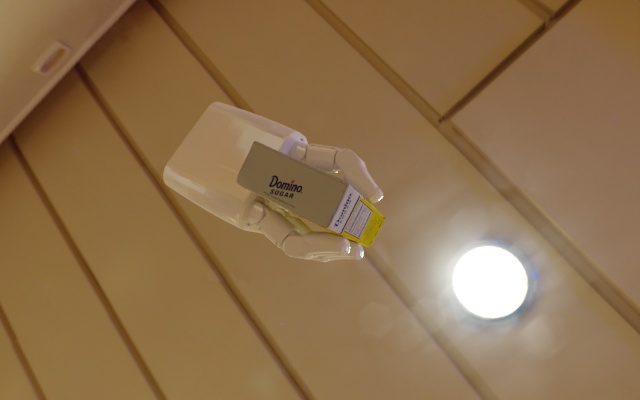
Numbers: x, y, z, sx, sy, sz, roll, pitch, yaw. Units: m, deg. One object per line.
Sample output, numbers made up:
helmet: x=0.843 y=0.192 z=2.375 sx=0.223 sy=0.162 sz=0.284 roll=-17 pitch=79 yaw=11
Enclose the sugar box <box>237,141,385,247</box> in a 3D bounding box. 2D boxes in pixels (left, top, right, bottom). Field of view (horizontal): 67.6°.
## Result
sugar box: x=0.000 y=0.002 z=0.457 sx=0.093 sy=0.048 sz=0.176 roll=25 pitch=0 yaw=20
